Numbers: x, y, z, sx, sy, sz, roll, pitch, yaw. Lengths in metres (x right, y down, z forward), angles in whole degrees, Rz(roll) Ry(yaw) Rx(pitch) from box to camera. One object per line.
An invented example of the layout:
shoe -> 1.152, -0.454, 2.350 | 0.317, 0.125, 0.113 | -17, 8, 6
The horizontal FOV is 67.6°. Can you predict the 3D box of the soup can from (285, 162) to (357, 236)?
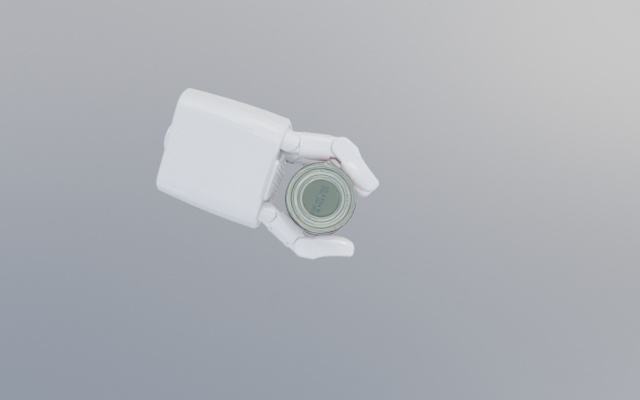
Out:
soup can -> 0.001, 0.002, 0.485 | 0.068, 0.068, 0.102 | 0, -5, 0
